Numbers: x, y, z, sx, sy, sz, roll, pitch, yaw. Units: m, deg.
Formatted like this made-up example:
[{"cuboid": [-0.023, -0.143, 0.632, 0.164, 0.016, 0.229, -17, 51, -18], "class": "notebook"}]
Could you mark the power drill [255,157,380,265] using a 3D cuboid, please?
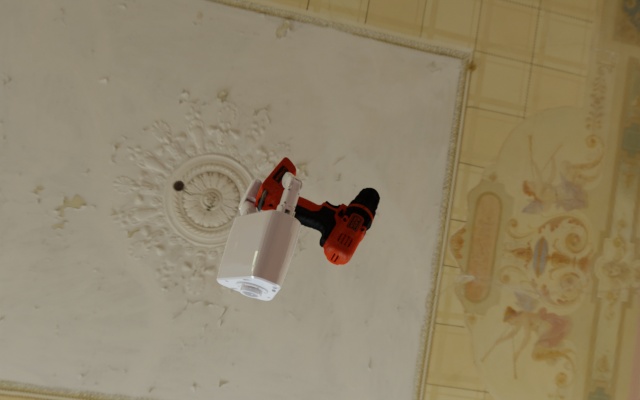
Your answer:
[{"cuboid": [0.000, 0.003, 0.803, 0.187, 0.057, 0.184, 29, 42, 5], "class": "power drill"}]
